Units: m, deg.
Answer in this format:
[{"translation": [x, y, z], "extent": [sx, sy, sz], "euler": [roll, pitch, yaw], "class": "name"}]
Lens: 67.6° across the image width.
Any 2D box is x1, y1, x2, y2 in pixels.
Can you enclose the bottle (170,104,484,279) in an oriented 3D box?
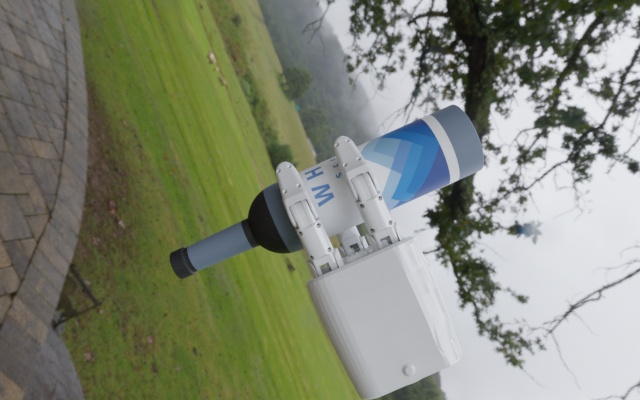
[{"translation": [0.000, 0.001, 0.444], "extent": [0.296, 0.069, 0.069], "euler": [-24, 0, 1], "class": "bottle"}]
